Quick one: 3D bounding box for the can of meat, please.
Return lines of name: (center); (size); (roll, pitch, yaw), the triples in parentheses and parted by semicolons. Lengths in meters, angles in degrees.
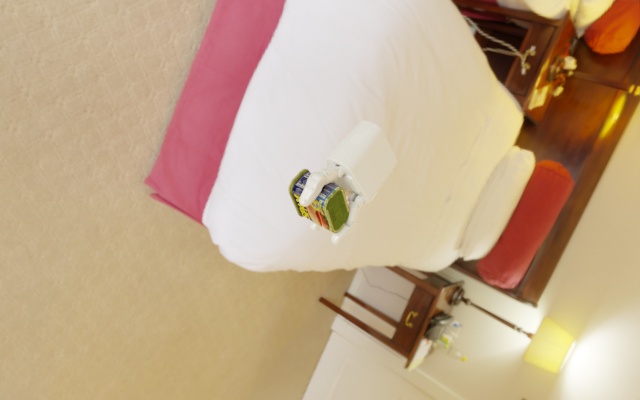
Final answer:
can of meat: (0.000, 0.003, 0.847); (0.084, 0.057, 0.102); (27, -26, 31)
